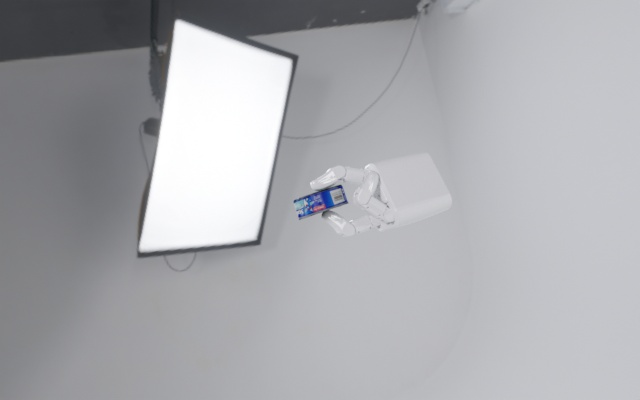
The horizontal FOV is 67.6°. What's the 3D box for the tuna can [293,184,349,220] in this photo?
[{"bbox_3d":[0.000,0.002,0.772,0.086,0.034,0.086,-19,-1,0],"label":"tuna can"}]
